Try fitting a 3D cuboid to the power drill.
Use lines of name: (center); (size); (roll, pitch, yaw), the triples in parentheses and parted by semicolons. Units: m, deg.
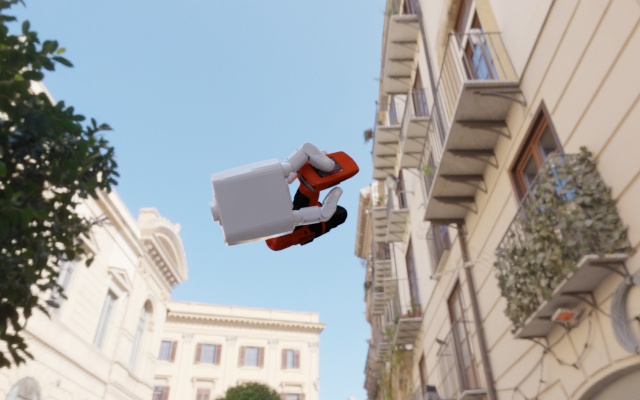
power drill: (0.000, 0.002, 0.836); (0.184, 0.188, 0.057); (-21, 58, -38)
